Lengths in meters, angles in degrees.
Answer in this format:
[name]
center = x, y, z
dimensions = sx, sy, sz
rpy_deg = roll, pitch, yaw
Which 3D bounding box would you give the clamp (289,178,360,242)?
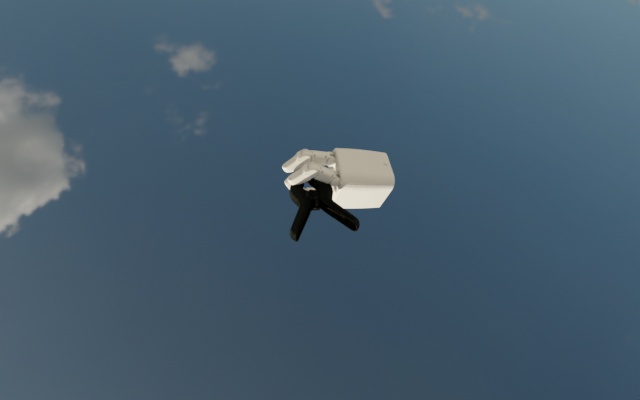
[clamp]
center = 0.000, 0.003, 0.853
dimensions = 0.120, 0.171, 0.039
rpy_deg = 2, -44, -11
